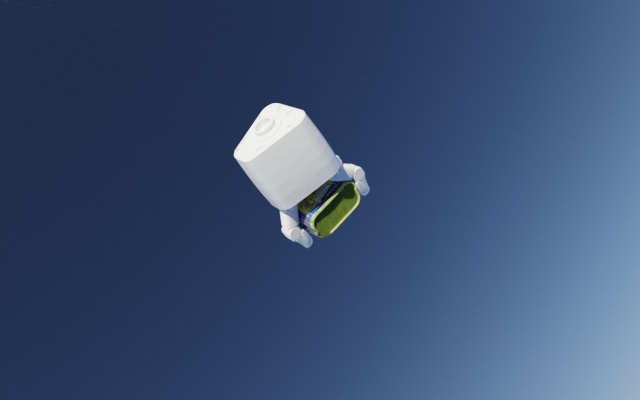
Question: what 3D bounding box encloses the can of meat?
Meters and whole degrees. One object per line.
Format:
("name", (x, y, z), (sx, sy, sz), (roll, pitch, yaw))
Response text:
("can of meat", (0.000, 0.003, 0.749), (0.084, 0.102, 0.057), (26, -23, 46))
